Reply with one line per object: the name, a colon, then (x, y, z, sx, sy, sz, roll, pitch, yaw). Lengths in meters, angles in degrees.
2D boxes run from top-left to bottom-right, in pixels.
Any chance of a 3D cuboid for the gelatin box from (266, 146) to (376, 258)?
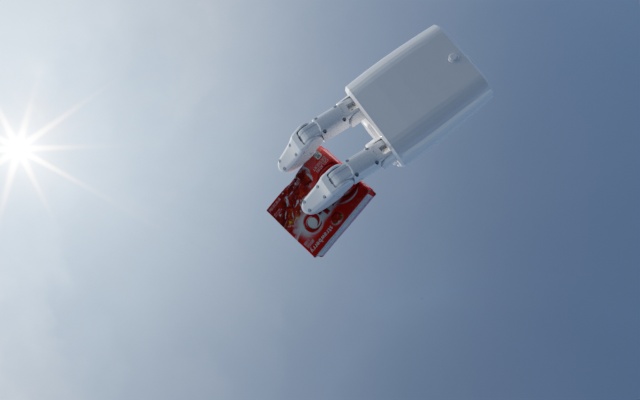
gelatin box: (0.000, 0.002, 0.488, 0.073, 0.089, 0.030, 42, 9, 18)
